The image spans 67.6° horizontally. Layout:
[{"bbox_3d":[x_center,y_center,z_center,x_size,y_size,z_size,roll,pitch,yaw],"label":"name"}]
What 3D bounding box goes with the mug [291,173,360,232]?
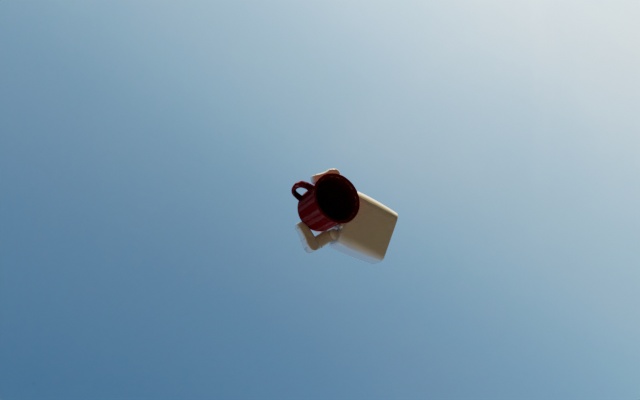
[{"bbox_3d":[-0.001,0.002,0.855,0.117,0.093,0.081,27,-30,-19],"label":"mug"}]
